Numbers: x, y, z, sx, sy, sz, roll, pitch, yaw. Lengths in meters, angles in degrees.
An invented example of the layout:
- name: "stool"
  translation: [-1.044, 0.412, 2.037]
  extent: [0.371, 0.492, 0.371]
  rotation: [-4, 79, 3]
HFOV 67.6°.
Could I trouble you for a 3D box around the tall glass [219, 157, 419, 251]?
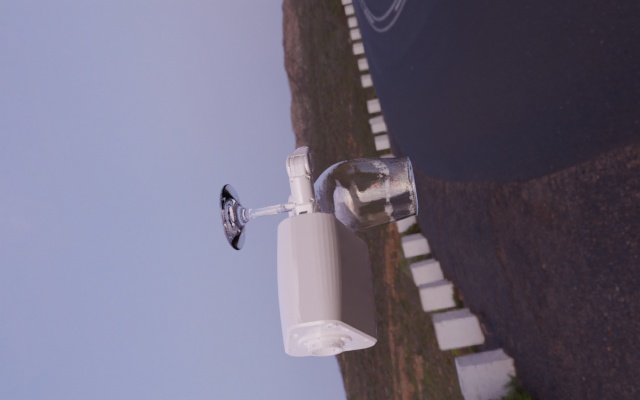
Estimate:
- name: "tall glass"
  translation: [-0.001, 0.002, 0.511]
  extent: [0.201, 0.079, 0.079]
  rotation: [-10, -2, 8]
